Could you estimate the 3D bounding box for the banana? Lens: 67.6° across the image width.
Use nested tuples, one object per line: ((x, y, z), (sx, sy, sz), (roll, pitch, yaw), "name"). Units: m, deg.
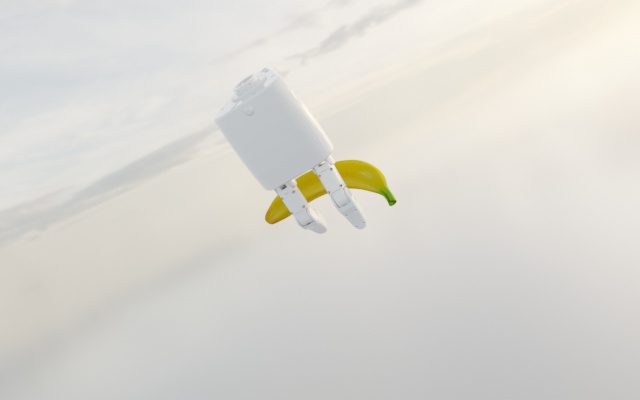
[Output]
((0.005, -0.015, 0.625), (0.198, 0.069, 0.037), (-11, -33, 33), "banana")
